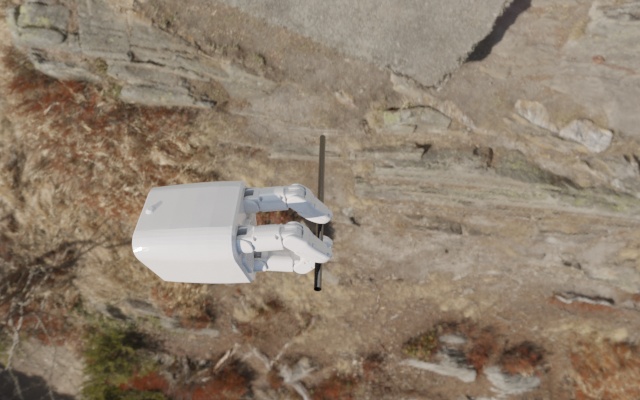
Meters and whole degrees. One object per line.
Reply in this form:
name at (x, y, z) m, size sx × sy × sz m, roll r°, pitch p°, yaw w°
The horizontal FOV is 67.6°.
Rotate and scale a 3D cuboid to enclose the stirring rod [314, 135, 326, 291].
stirring rod at (0.000, 0.002, 0.561) m, size 0.011 × 0.239 × 0.011 m, roll 1°, pitch -44°, yaw 1°
